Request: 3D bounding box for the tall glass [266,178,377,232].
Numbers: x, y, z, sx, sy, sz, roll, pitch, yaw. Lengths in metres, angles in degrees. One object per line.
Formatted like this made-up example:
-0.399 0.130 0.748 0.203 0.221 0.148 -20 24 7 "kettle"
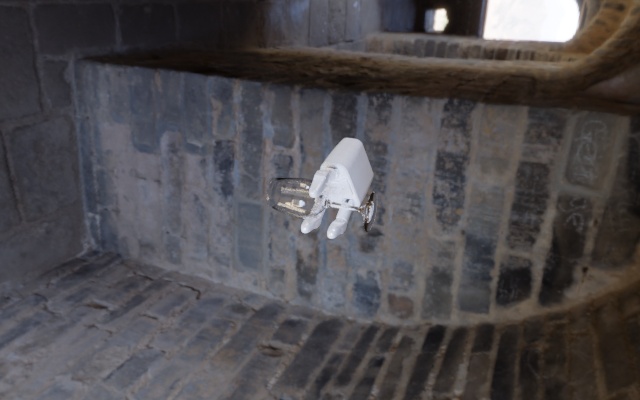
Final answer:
0.001 0.003 0.898 0.201 0.079 0.079 11 4 21 "tall glass"
